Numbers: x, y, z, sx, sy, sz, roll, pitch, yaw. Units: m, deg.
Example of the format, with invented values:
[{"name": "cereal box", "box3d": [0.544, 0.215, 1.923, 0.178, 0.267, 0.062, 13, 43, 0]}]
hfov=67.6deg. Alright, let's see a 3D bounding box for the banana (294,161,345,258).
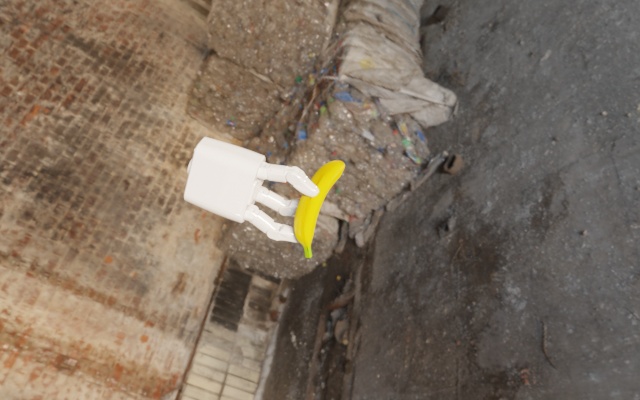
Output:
[{"name": "banana", "box3d": [-0.005, -0.005, 0.811, 0.037, 0.197, 0.070, 12, -29, 21]}]
